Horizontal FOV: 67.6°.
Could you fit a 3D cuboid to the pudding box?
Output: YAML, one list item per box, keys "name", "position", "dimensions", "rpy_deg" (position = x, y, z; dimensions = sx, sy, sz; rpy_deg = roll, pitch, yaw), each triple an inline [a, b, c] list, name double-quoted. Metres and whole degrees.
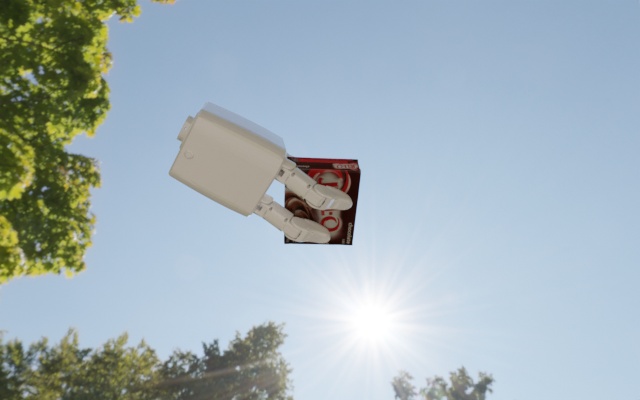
- name: "pudding box"
  position: [0.000, 0.002, 0.598]
  dimensions: [0.090, 0.114, 0.039]
  rpy_deg: [2, 34, -3]
